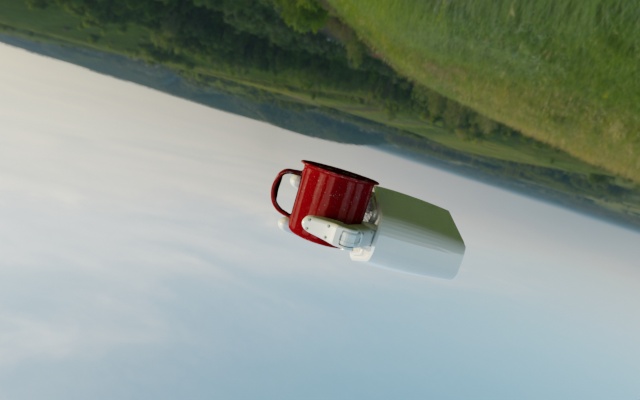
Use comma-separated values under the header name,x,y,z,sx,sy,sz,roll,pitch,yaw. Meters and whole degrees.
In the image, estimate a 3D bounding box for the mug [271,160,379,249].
name,x,y,z,sx,sy,sz,roll,pitch,yaw
mug,-0.001,0.002,0.548,0.117,0.081,0.093,16,8,-6
